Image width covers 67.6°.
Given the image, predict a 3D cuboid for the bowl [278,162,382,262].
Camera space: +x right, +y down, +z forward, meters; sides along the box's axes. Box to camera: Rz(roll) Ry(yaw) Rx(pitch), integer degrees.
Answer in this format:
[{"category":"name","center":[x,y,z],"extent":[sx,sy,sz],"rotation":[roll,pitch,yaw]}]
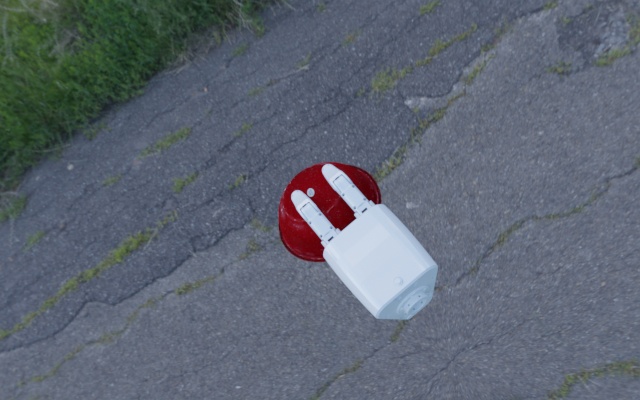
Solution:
[{"category":"bowl","center":[-0.001,0.001,0.669],"extent":[0.162,0.162,0.055],"rotation":[0,-31,30]}]
